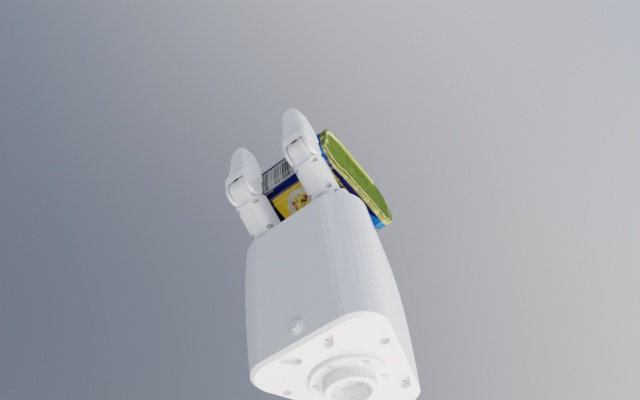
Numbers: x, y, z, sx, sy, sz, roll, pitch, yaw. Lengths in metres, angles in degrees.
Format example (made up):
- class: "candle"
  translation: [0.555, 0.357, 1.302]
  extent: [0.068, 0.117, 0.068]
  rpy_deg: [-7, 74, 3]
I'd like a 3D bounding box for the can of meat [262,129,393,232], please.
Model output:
- class: "can of meat"
  translation: [0.000, 0.001, 0.409]
  extent: [0.084, 0.102, 0.057]
  rpy_deg: [-33, 31, 18]
